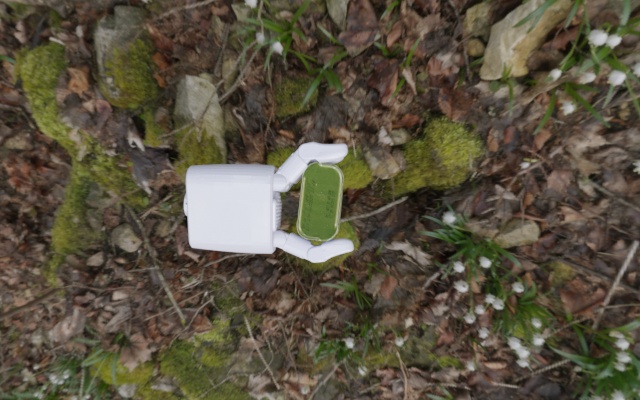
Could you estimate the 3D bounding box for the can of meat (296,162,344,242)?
[{"bbox_3d":[0.000,0.002,0.621,0.057,0.102,0.084,6,0,1],"label":"can of meat"}]
